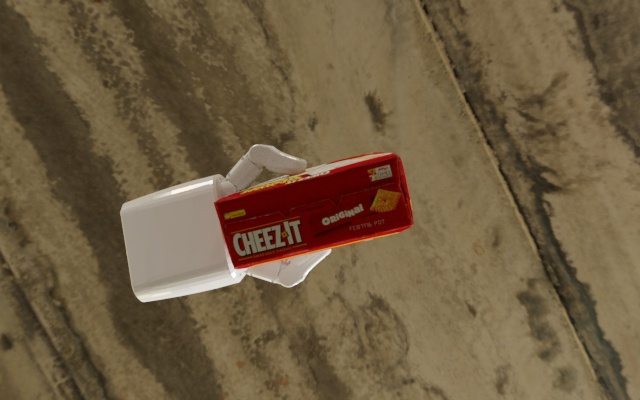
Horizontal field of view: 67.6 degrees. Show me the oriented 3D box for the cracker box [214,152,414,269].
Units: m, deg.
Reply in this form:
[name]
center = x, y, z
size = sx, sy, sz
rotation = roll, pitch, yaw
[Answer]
[cracker box]
center = 0.000, 0.001, 0.506
size = 0.164, 0.072, 0.213
rotation = -15, 6, 4
